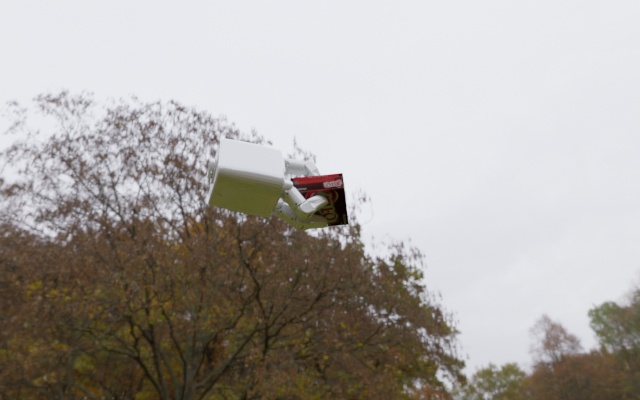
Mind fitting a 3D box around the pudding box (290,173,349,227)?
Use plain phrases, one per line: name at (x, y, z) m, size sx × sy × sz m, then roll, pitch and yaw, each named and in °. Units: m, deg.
pudding box at (0.000, 0.003, 0.823) m, size 0.090 × 0.039 × 0.114 m, roll -5°, pitch -34°, yaw 5°
